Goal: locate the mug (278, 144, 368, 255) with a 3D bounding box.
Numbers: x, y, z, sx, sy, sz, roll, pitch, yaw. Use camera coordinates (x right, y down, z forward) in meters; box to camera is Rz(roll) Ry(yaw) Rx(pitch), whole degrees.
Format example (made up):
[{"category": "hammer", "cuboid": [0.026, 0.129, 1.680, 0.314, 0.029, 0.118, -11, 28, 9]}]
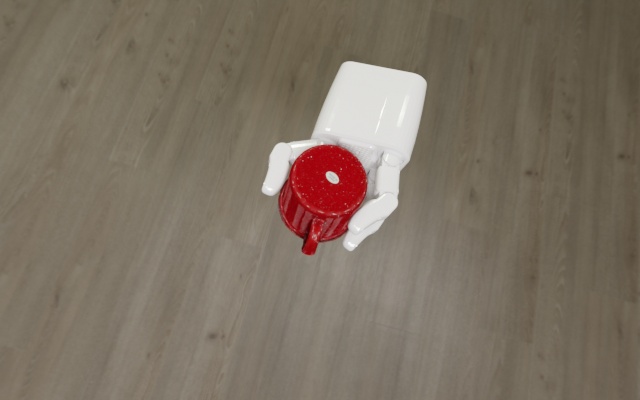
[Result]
[{"category": "mug", "cuboid": [0.000, 0.003, 0.513, 0.093, 0.117, 0.081, 18, -21, -3]}]
